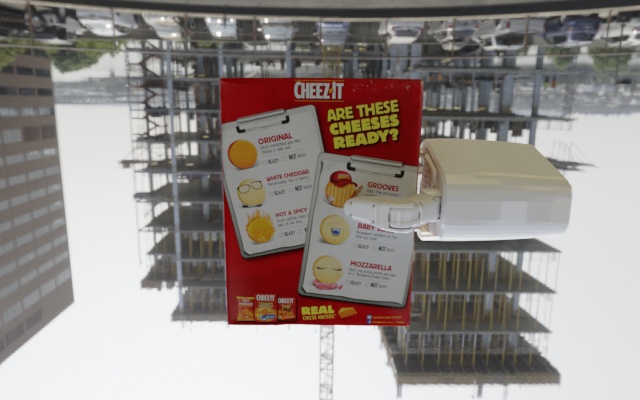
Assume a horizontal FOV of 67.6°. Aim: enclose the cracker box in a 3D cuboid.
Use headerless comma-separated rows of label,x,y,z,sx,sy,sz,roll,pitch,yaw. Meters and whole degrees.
cracker box,0.000,0.002,0.428,0.164,0.214,0.072,0,12,-1
